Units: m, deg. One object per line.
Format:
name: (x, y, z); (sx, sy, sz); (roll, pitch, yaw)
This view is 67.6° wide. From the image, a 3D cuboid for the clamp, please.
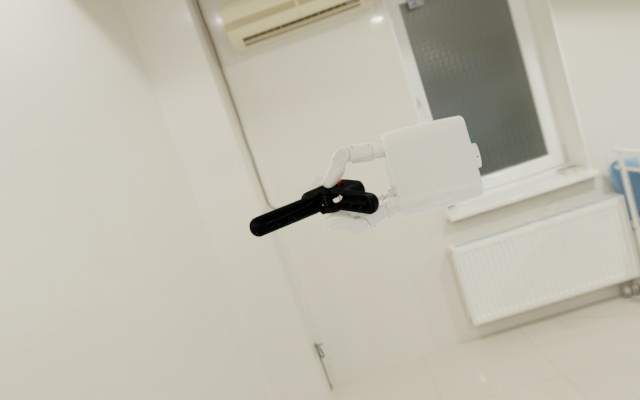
clamp: (0.000, 0.001, 0.658); (0.164, 0.036, 0.210); (-12, 9, 9)
